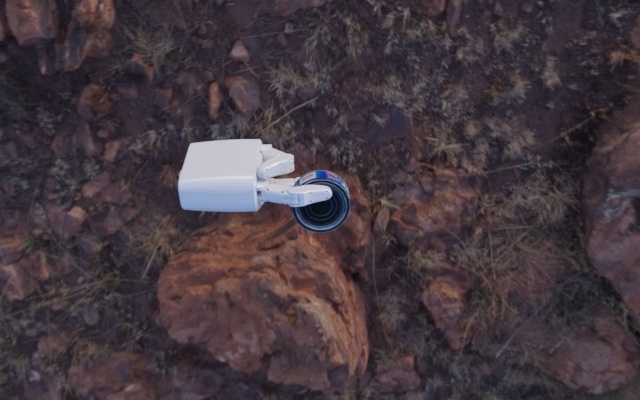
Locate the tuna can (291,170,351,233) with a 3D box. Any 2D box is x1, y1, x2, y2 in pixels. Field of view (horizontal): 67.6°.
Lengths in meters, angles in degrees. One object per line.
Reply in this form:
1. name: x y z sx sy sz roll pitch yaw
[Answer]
1. tuna can: 0.000 0.002 0.679 0.086 0.086 0.033 0 24 -3
